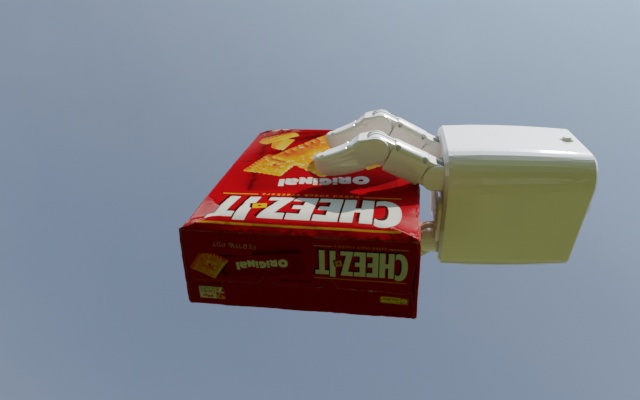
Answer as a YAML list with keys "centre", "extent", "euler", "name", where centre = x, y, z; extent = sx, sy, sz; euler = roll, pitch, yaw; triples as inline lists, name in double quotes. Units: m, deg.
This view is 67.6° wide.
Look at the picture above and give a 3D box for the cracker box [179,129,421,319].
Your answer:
- centre: [0.000, 0.001, 0.411]
  extent: [0.164, 0.072, 0.213]
  euler: [2, 26, 9]
  name: "cracker box"
